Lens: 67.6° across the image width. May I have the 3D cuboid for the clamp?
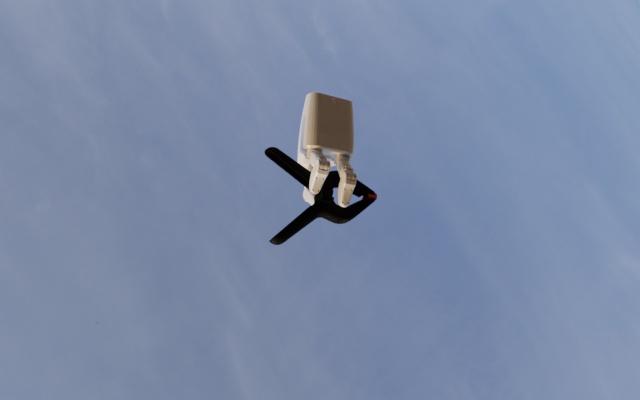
[{"bbox_3d":[0.000,0.003,0.820,0.210,0.164,0.036,9,-16,-23],"label":"clamp"}]
